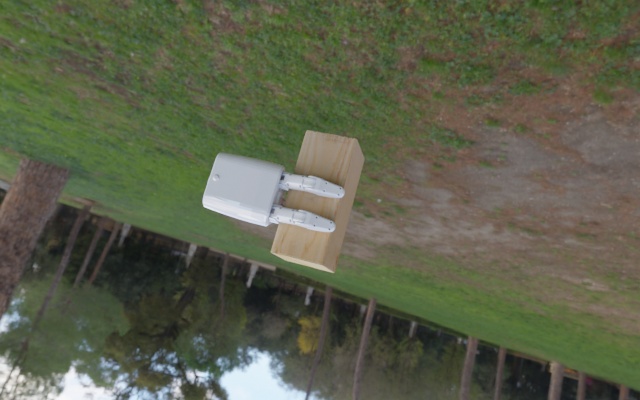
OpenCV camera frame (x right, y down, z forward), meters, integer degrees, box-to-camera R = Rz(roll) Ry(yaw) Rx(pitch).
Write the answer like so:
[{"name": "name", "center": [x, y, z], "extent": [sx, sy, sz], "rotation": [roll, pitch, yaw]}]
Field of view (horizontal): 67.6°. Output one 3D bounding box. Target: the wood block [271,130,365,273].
[{"name": "wood block", "center": [0.000, 0.003, 0.780], "extent": [0.090, 0.206, 0.091], "rotation": [12, -12, 16]}]
